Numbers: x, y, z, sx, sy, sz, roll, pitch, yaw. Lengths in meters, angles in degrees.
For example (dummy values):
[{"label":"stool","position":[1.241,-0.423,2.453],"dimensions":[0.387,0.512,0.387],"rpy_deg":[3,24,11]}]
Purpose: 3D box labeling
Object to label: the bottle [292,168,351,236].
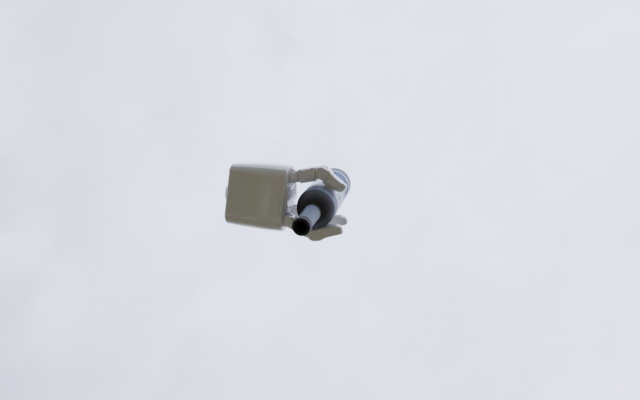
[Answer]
[{"label":"bottle","position":[0.000,0.003,0.829],"dimensions":[0.069,0.069,0.295],"rpy_deg":[0,14,12]}]
